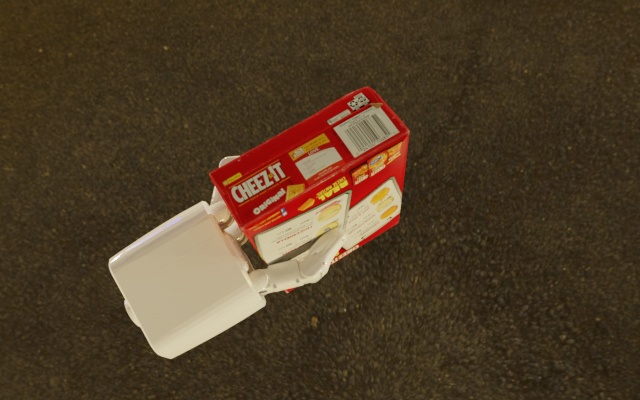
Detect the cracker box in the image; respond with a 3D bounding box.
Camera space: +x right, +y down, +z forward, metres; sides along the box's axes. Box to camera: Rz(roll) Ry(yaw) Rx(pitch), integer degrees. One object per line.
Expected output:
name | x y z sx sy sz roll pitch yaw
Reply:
cracker box | 0.000 0.002 0.493 0.164 0.072 0.214 -31 -23 -7
